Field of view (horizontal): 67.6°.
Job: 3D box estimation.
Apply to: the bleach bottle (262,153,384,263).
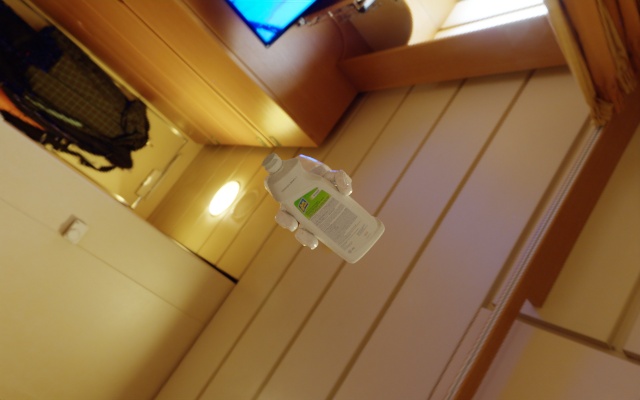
[{"bbox_3d":[0.000,0.003,0.835,0.251,0.102,0.068,44,-4,-29],"label":"bleach bottle"}]
